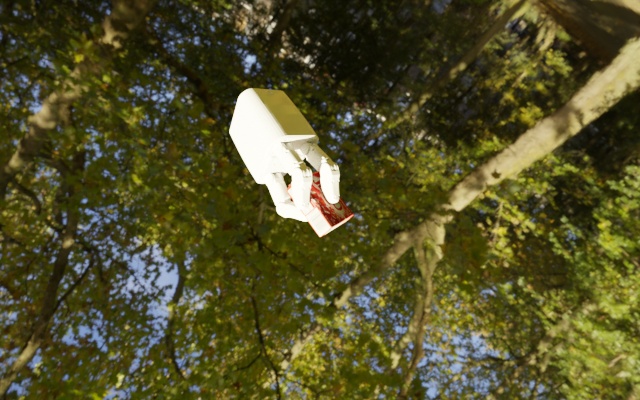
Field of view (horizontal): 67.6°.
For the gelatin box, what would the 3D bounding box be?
[{"bbox_3d":[0.000,0.003,0.718,0.030,0.089,0.073,-40,-8,32],"label":"gelatin box"}]
